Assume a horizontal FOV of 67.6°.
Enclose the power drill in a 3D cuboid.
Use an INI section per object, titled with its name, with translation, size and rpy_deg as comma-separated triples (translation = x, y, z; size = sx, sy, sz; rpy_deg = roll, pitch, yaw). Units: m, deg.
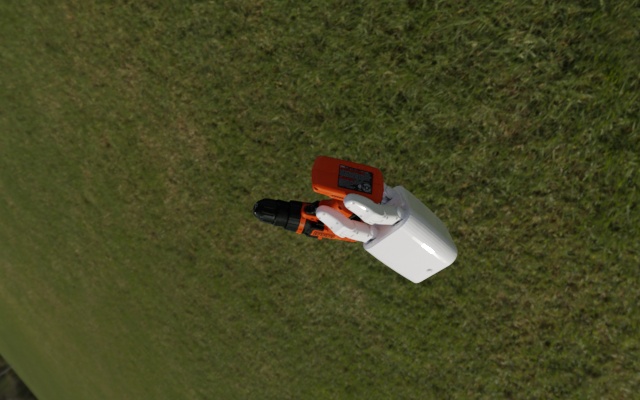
[power drill]
translation = 0.000, 0.002, 0.720
size = 0.184, 0.057, 0.188
rpy_deg = 10, -25, -13
